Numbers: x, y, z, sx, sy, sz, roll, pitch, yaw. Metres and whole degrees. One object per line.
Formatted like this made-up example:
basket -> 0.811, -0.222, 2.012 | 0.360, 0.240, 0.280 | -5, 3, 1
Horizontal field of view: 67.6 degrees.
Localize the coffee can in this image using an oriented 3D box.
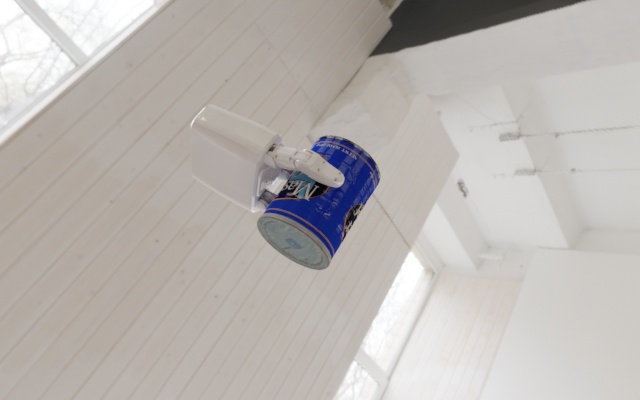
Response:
coffee can -> 0.000, 0.002, 0.608 | 0.103, 0.140, 0.103 | 26, -28, 15
